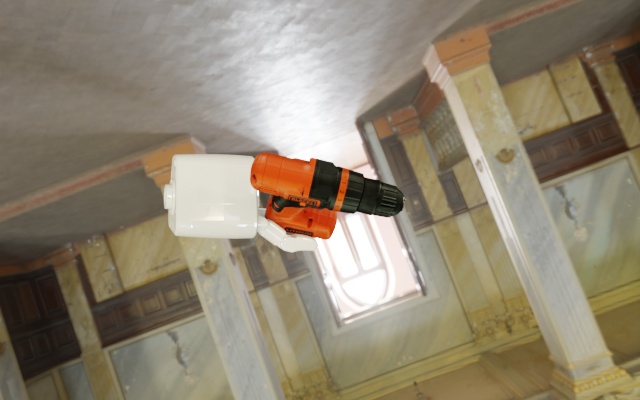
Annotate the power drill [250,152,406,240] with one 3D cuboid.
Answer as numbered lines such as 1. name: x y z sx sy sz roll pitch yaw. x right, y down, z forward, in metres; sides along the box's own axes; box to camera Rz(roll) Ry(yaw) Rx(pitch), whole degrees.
1. power drill: 0.000 0.002 0.624 0.184 0.057 0.188 15 -19 -4
